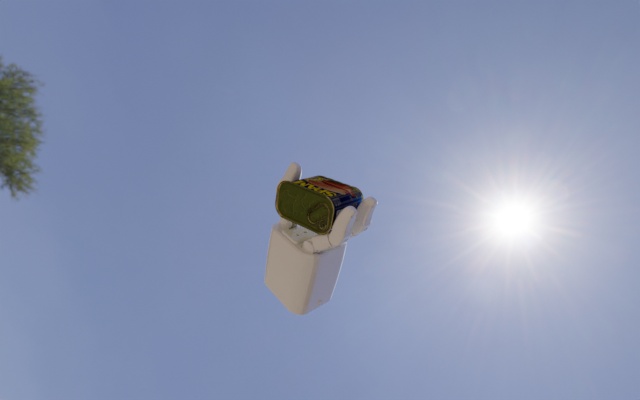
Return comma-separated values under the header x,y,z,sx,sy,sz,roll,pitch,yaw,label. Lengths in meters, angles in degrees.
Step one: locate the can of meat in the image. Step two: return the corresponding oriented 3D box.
x,y,z,sx,sy,sz,roll,pitch,yaw,label
0.000,0.002,0.696,0.102,0.057,0.084,22,23,32,can of meat
